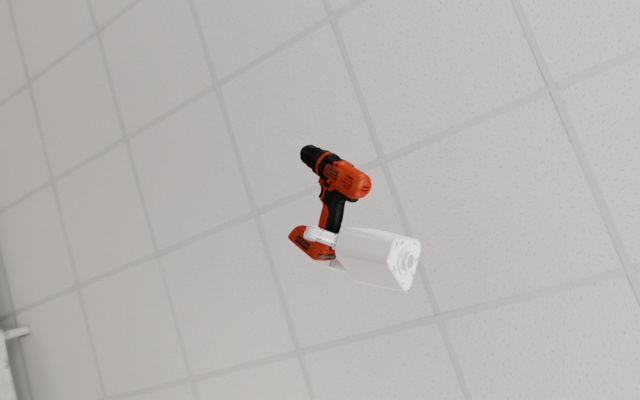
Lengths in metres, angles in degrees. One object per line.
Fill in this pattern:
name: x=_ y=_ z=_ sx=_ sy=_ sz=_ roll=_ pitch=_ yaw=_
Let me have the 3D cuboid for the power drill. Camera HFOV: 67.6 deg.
power drill: x=0.000 y=0.003 z=0.891 sx=0.057 sy=0.188 sz=0.184 roll=3 pitch=23 yaw=-40
